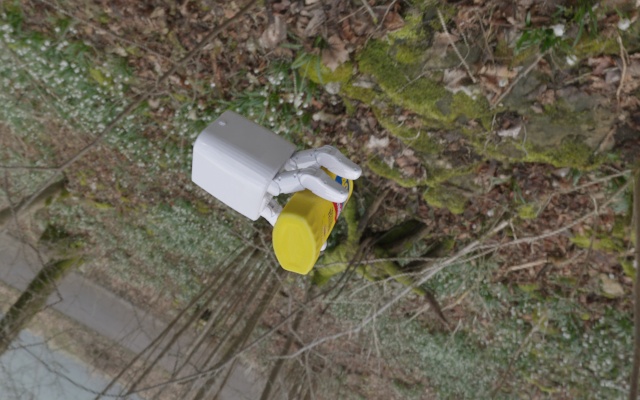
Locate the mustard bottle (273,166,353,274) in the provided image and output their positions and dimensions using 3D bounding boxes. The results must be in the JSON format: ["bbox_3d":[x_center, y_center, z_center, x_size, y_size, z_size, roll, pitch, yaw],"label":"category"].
[{"bbox_3d":[0.000,0.002,0.637,0.058,0.096,0.191,12,38,17],"label":"mustard bottle"}]
